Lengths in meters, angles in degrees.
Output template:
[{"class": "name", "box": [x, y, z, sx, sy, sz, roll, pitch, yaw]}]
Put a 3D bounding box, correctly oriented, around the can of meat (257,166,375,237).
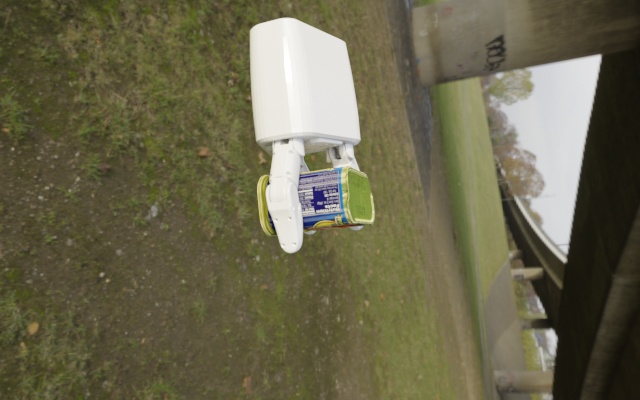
[{"class": "can of meat", "box": [0.000, 0.002, 0.460, 0.084, 0.057, 0.102, -8, -6, 18]}]
